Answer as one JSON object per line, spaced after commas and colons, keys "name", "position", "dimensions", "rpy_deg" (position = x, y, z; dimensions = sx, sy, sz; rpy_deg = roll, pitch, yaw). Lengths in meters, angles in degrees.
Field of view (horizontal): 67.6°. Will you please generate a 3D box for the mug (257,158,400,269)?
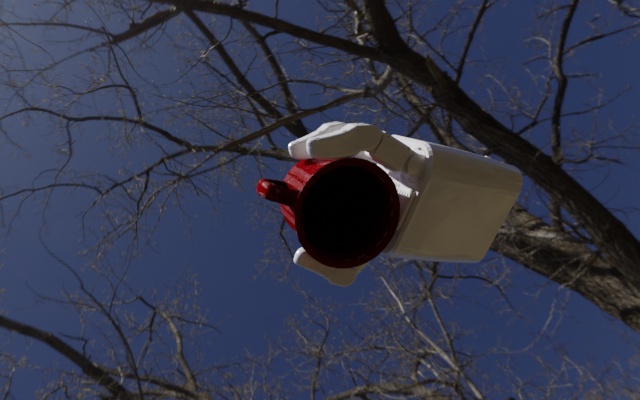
{"name": "mug", "position": [-0.001, 0.001, 0.422], "dimensions": [0.117, 0.093, 0.081], "rpy_deg": [11, 8, -21]}
